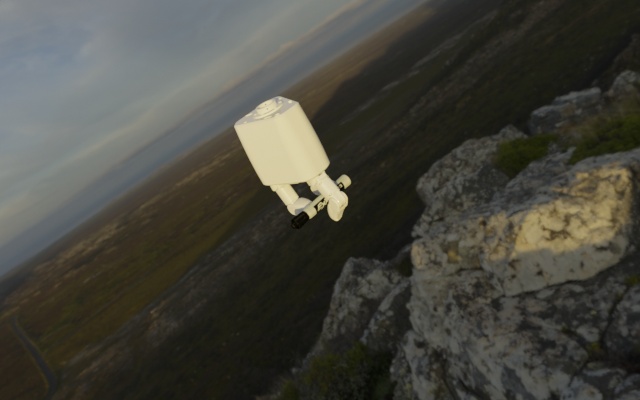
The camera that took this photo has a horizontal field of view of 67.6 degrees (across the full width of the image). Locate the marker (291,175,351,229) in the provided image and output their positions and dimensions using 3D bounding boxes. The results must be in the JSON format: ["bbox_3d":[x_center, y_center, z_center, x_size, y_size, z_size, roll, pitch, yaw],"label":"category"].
[{"bbox_3d":[0.000,0.002,0.717,0.121,0.020,0.020,-41,21,-27],"label":"marker"}]
